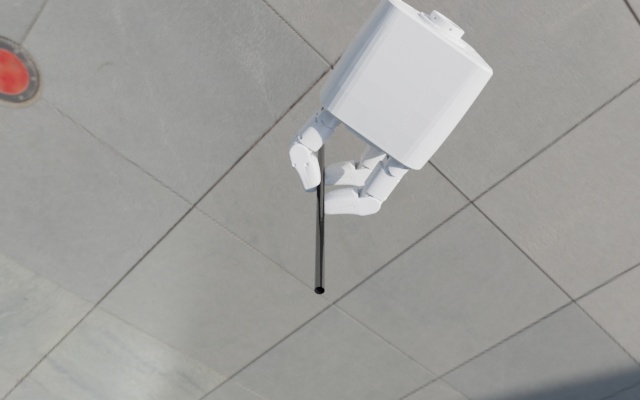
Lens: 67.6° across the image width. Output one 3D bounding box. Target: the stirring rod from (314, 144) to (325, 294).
[{"bbox_3d":[0.000,0.001,0.459,0.011,0.011,0.239,0,33,0],"label":"stirring rod"}]
